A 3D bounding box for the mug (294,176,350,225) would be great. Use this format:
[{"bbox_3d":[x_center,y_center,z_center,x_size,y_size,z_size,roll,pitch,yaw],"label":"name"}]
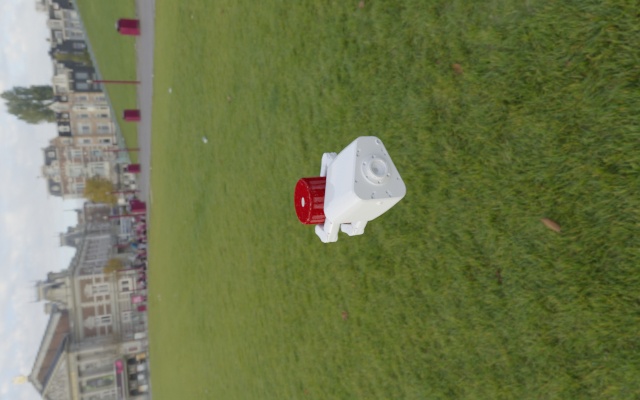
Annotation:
[{"bbox_3d":[-0.001,0.003,0.845,0.081,0.093,0.117,-4,-17,-23],"label":"mug"}]
